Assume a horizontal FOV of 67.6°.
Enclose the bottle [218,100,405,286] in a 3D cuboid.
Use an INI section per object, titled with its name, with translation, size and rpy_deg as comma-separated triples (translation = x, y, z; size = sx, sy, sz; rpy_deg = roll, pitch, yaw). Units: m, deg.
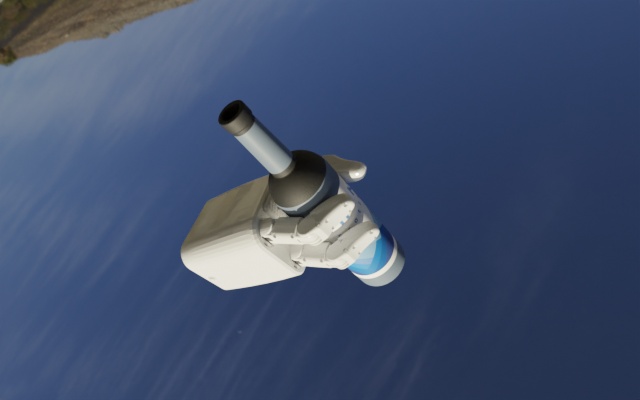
[bottle]
translation = 0.000, 0.002, 0.501
size = 0.069, 0.069, 0.296
rpy_deg = 0, -31, 37
